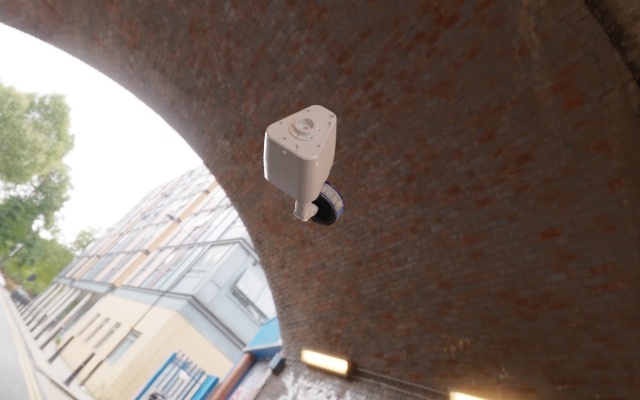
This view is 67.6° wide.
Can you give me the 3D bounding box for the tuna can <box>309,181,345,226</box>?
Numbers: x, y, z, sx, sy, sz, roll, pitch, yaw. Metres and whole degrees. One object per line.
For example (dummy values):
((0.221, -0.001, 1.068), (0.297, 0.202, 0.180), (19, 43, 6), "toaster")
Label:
((0.000, 0.002, 0.860), (0.086, 0.086, 0.033), (0, 39, 45), "tuna can")
